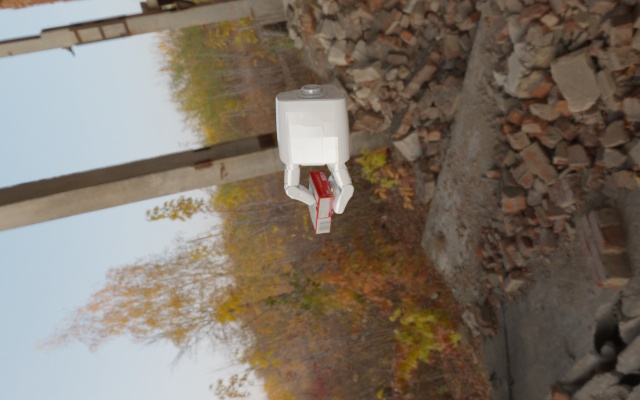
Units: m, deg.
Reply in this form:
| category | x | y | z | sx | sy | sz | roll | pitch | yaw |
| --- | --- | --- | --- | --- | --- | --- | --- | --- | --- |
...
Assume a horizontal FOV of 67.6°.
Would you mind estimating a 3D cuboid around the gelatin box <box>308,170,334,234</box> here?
| category | x | y | z | sx | sy | sz | roll | pitch | yaw |
| --- | --- | --- | --- | --- | --- | --- | --- | --- | --- |
| gelatin box | 0.000 | 0.003 | 0.854 | 0.030 | 0.089 | 0.073 | -5 | 41 | -12 |
